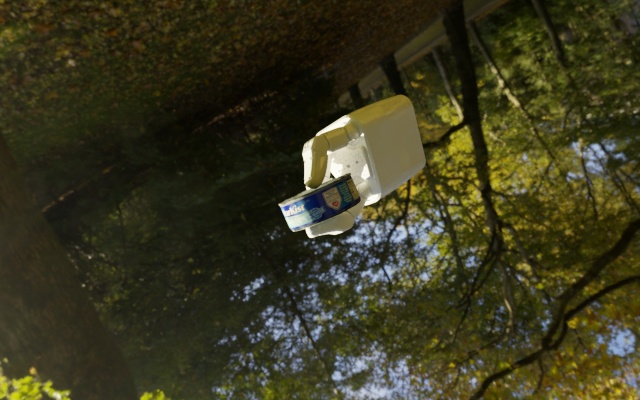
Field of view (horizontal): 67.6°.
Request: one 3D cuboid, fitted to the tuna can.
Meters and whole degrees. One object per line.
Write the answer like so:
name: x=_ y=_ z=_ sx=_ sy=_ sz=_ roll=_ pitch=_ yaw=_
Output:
tuna can: x=0.000 y=0.002 z=0.522 sx=0.086 sy=0.034 sz=0.086 roll=-24 pitch=4 yaw=2
